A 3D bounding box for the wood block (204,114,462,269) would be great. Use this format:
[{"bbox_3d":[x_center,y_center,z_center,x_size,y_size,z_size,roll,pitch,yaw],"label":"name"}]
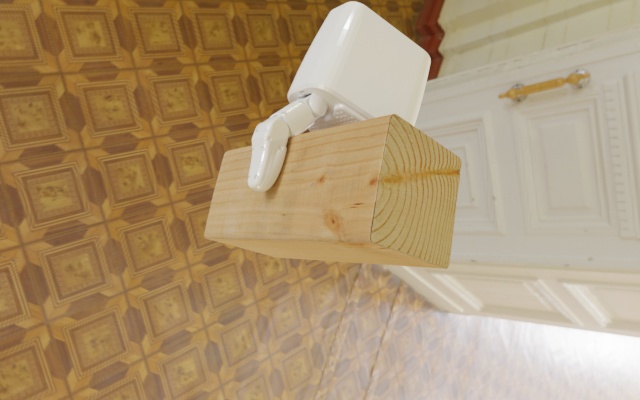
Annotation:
[{"bbox_3d":[0.000,0.001,0.405,0.091,0.090,0.206,23,-18,-39],"label":"wood block"}]
